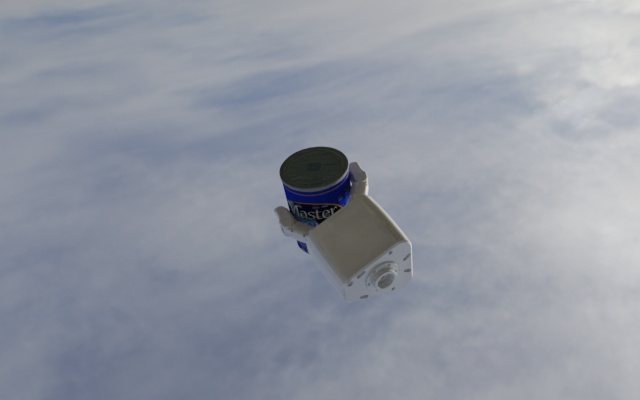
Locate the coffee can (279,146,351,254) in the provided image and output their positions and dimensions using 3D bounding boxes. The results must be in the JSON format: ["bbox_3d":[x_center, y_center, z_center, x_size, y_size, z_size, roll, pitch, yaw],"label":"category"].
[{"bbox_3d":[0.000,0.002,0.741,0.103,0.140,0.102,-6,40,5],"label":"coffee can"}]
